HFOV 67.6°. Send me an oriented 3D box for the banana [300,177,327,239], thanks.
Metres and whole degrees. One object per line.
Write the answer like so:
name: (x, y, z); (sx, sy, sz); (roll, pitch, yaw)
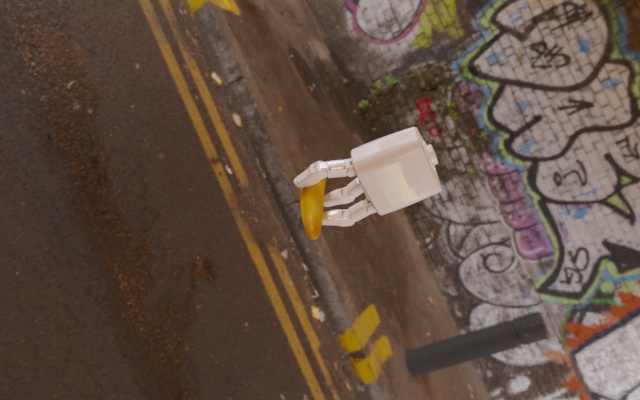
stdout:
banana: (-0.007, -0.015, 0.792); (0.037, 0.070, 0.197); (-17, 25, 16)
